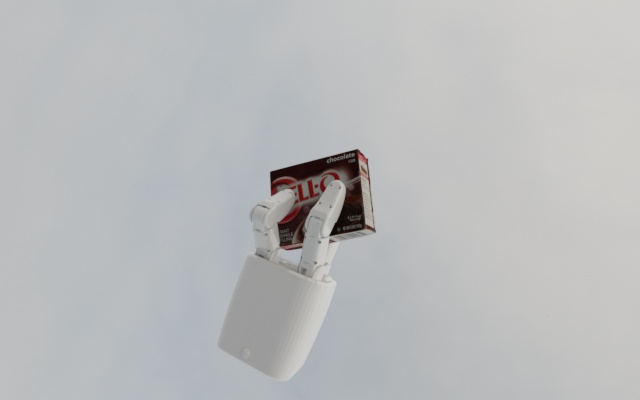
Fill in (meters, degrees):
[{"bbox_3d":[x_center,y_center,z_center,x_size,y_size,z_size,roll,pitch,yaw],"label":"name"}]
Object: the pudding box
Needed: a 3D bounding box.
[{"bbox_3d":[0.000,0.002,0.525,0.113,0.090,0.039,-12,-19,22],"label":"pudding box"}]
